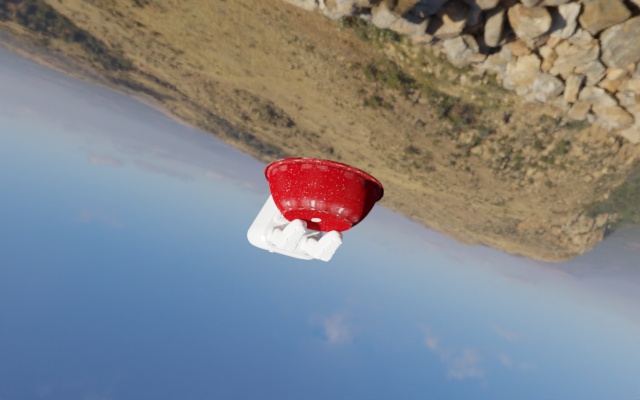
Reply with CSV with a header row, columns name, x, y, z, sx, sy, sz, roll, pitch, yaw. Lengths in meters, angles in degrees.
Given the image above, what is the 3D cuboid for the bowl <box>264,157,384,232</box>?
name,x,y,z,sx,sy,sz,roll,pitch,yaw
bowl,0.000,0.002,0.627,0.162,0.055,0.162,9,-20,3
